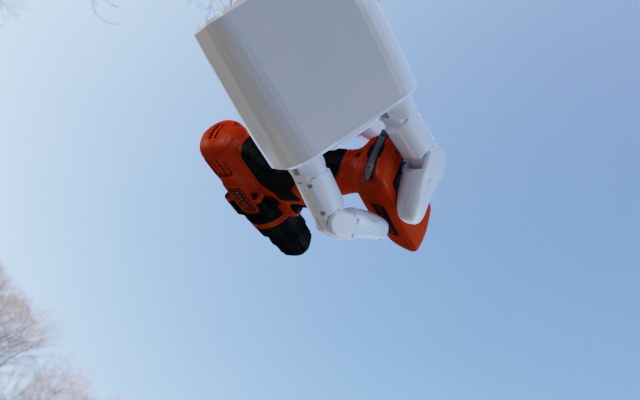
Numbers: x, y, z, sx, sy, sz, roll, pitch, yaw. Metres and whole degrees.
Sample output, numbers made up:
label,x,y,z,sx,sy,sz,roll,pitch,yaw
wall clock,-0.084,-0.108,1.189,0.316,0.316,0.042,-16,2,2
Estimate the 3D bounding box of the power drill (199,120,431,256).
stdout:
label,x,y,z,sx,sy,sz,roll,pitch,yaw
power drill,0.000,0.001,0.441,0.187,0.057,0.184,2,-36,31
